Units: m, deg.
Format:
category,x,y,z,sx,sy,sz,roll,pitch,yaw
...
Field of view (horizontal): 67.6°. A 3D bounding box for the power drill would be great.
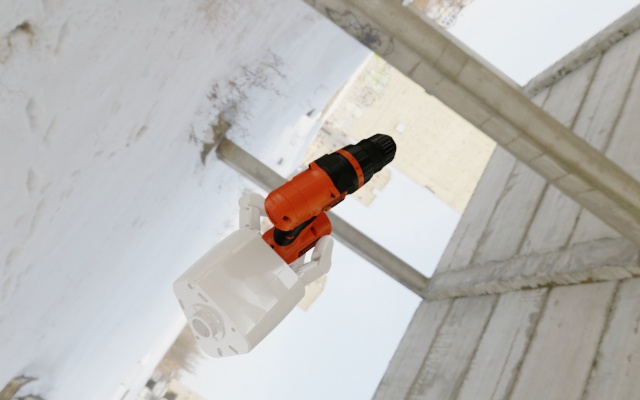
category,x,y,z,sx,sy,sz,roll,pitch,yaw
power drill,0.000,0.002,0.598,0.184,0.057,0.188,-30,-16,-27
